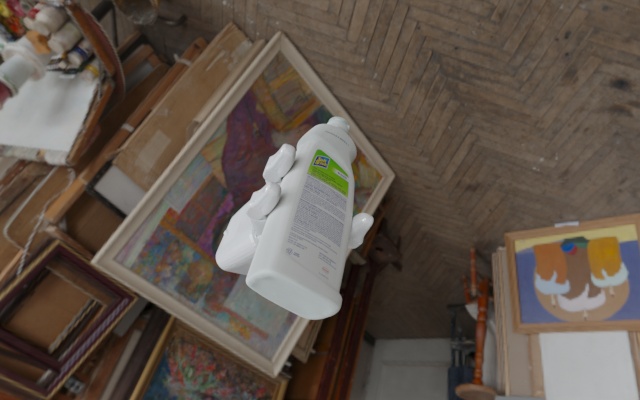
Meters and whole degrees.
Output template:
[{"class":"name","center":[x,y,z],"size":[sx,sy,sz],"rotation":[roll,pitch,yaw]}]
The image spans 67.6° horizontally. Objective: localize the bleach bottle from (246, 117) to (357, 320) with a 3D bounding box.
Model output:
[{"class":"bleach bottle","center":[0.000,0.002,0.557],"size":[0.102,0.250,0.068],"rotation":[34,-39,-21]}]
